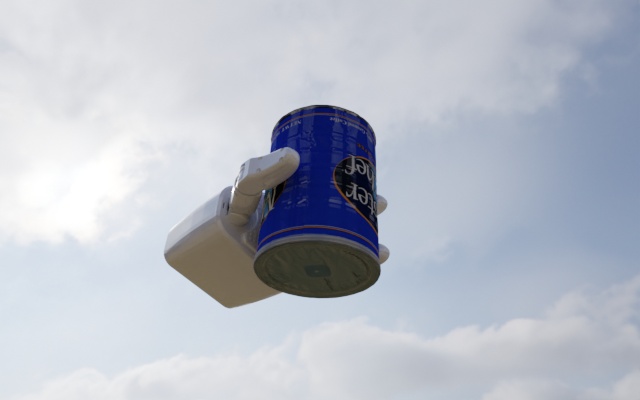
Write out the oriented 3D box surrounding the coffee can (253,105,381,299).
[{"bbox_3d":[0.000,0.001,0.423,0.103,0.140,0.103,2,-35,1],"label":"coffee can"}]
